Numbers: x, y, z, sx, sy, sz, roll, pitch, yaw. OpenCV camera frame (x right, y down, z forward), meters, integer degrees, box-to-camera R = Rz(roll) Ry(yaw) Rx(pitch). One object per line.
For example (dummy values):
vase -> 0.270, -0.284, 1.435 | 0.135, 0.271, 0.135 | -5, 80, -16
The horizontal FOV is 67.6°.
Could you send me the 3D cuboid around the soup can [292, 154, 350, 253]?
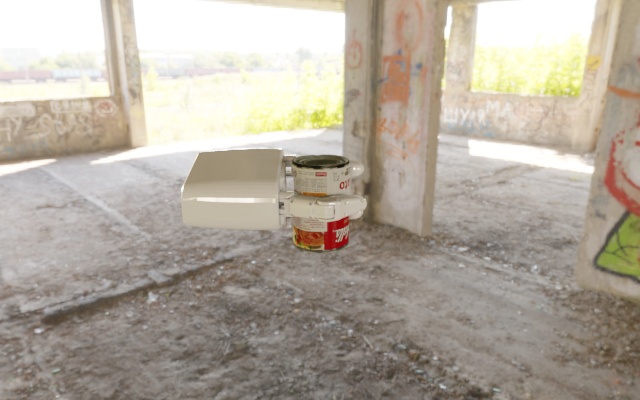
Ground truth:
soup can -> 0.001, 0.002, 0.558 | 0.068, 0.102, 0.068 | 0, 16, 0
